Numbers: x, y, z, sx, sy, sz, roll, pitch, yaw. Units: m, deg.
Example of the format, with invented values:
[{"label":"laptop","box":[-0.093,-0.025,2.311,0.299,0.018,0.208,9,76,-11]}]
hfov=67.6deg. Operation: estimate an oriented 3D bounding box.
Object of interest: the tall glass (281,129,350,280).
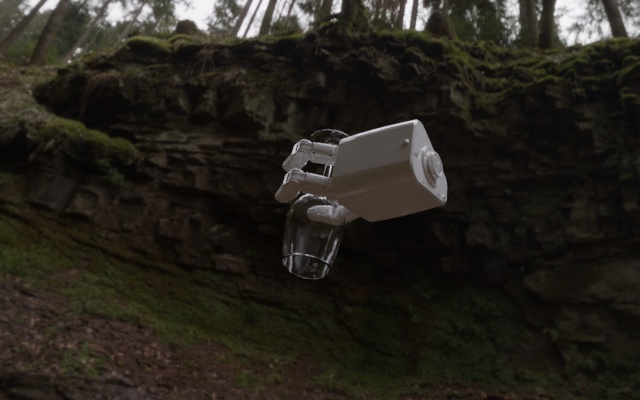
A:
[{"label":"tall glass","box":[0.000,0.002,0.637,0.079,0.201,0.079,9,-35,6]}]
